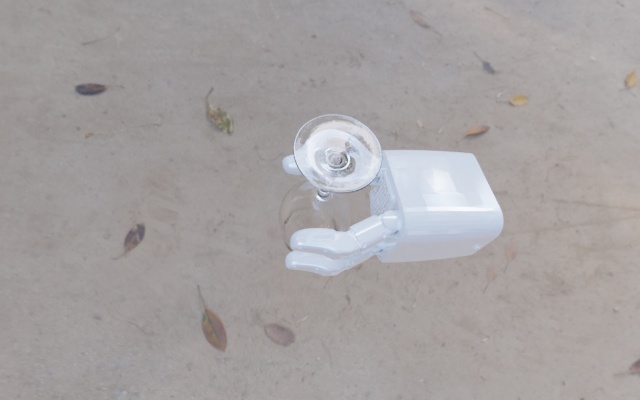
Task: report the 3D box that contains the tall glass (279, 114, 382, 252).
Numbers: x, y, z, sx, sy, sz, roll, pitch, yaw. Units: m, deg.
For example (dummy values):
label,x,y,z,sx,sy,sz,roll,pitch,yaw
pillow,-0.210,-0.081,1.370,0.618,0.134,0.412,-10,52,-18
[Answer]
label,x,y,z,sx,sy,sz,roll,pitch,yaw
tall glass,0.000,0.001,0.477,0.079,0.079,0.201,0,-24,-10
